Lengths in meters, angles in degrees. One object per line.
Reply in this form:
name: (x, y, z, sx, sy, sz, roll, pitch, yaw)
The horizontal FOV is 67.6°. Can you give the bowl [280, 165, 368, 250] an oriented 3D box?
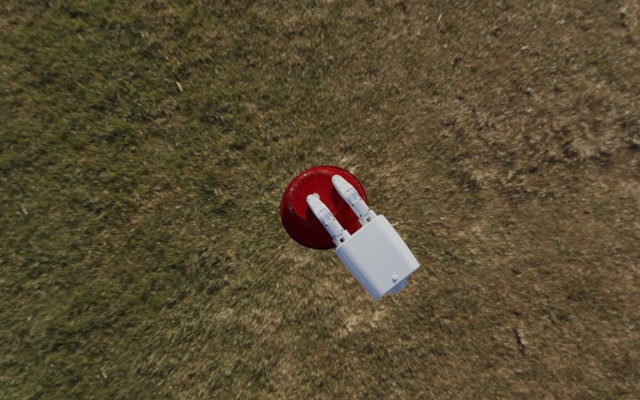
bowl: (-0.001, 0.002, 0.842, 0.162, 0.162, 0.055, 0, -19, 12)
